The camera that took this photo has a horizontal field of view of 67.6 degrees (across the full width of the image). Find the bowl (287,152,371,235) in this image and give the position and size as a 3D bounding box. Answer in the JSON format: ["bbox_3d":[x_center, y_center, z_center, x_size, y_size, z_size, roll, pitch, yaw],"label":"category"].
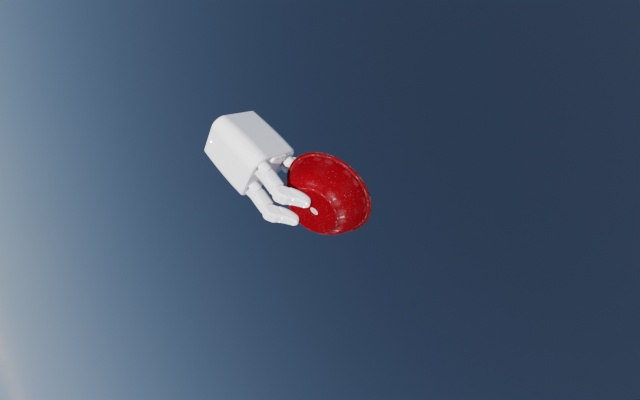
[{"bbox_3d":[0.001,0.003,0.791,0.162,0.162,0.055,0,35,36],"label":"bowl"}]
